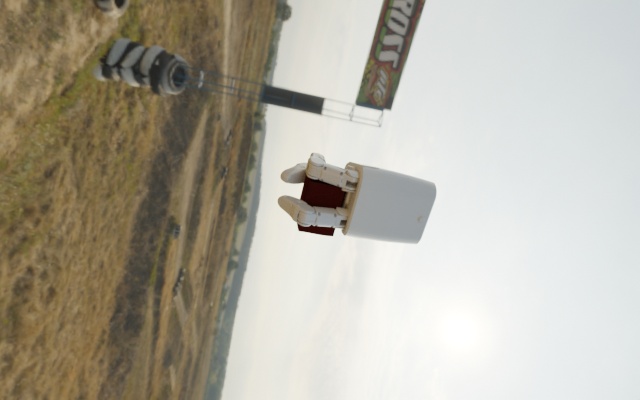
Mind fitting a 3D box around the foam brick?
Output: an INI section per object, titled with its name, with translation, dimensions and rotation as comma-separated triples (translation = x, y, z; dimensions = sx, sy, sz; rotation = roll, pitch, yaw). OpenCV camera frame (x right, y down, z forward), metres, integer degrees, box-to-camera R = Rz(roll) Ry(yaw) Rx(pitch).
[foam brick]
translation = 0.000, 0.002, 0.655
dimensions = 0.051, 0.078, 0.053
rotation = 10, 24, -11
